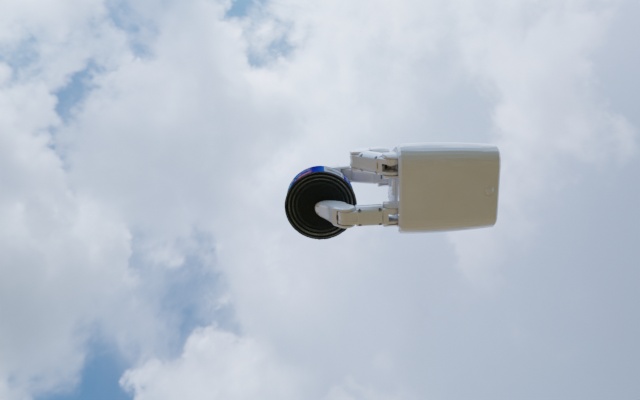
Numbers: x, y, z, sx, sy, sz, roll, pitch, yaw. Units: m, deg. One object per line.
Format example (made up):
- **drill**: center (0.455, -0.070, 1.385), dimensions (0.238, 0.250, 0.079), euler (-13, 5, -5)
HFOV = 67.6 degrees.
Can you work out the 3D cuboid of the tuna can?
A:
- **tuna can**: center (0.000, 0.002, 0.578), dimensions (0.086, 0.086, 0.033), euler (0, 19, -1)
